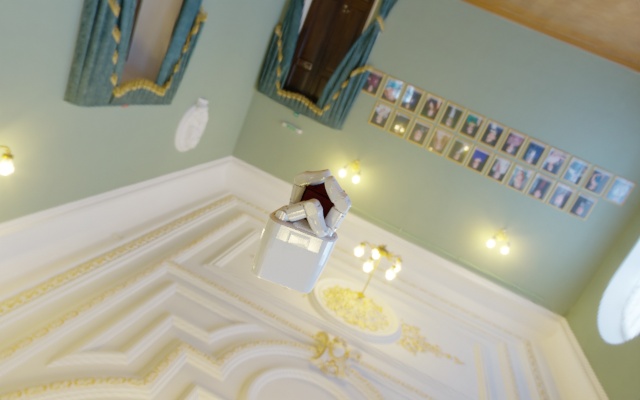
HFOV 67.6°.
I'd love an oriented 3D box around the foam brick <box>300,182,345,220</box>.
[{"bbox_3d":[0.000,0.003,0.797,0.053,0.051,0.078,26,18,10],"label":"foam brick"}]
